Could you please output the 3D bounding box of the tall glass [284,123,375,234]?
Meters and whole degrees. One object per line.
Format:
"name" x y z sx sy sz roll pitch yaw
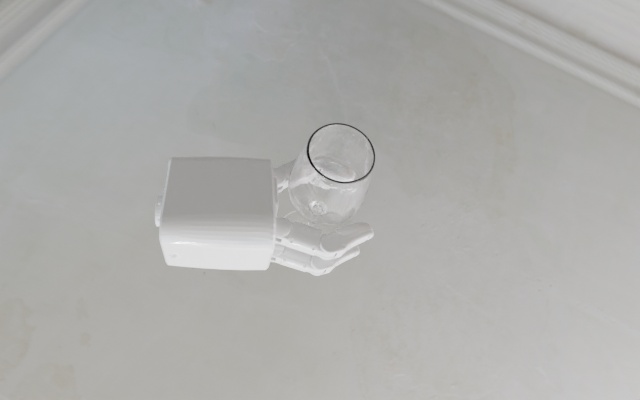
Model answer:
"tall glass" 0.000 0.002 0.502 0.079 0.079 0.201 0 -26 -12
